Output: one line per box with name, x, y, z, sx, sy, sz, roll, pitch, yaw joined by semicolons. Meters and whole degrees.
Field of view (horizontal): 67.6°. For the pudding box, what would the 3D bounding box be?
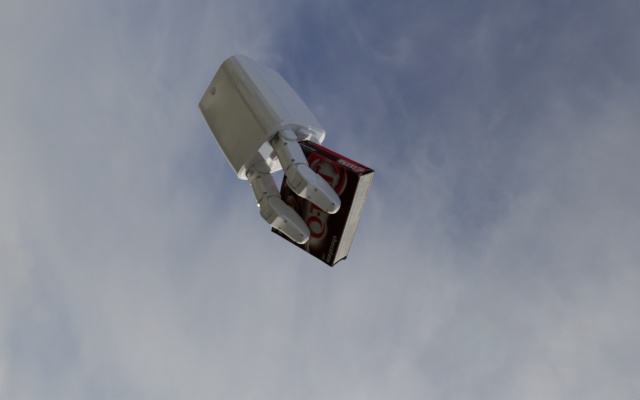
pudding box;0.000;0.002;0.522;0.090;0.113;0.039;28;28;29
